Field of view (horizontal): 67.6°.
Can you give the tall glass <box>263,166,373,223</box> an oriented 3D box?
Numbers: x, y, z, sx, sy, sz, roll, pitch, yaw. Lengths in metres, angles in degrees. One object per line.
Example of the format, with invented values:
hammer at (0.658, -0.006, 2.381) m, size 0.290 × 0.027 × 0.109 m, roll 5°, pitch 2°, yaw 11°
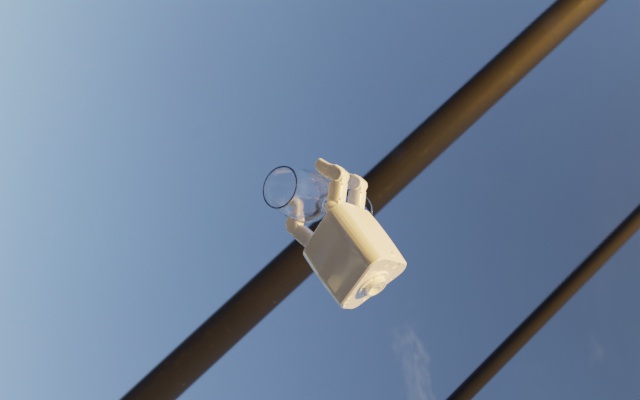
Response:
tall glass at (0.000, 0.003, 0.740) m, size 0.079 × 0.079 × 0.201 m, roll 0°, pitch -13°, yaw 36°
